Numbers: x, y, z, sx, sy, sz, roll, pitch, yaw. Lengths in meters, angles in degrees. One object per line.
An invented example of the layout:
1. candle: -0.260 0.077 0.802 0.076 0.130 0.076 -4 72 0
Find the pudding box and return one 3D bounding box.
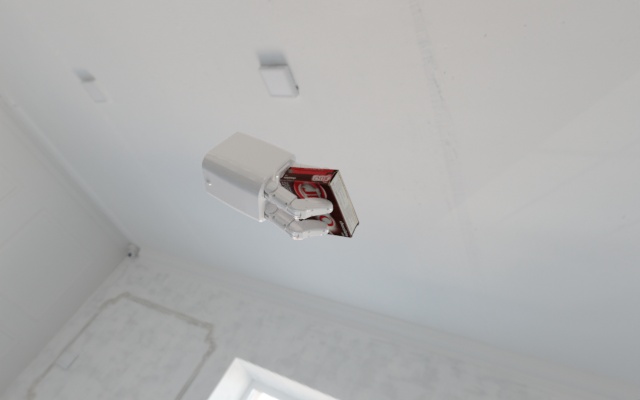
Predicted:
1. pudding box: 0.000 0.002 0.724 0.090 0.114 0.039 6 48 35
